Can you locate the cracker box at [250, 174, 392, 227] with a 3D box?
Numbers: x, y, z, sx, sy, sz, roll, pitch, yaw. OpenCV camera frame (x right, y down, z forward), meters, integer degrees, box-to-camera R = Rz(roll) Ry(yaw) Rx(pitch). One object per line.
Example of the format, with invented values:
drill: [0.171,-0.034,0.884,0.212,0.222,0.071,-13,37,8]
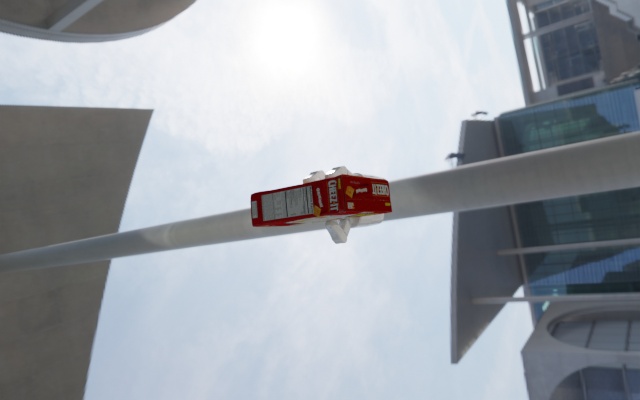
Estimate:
cracker box: [0.000,0.003,0.897,0.214,0.072,0.164,-10,-7,36]
